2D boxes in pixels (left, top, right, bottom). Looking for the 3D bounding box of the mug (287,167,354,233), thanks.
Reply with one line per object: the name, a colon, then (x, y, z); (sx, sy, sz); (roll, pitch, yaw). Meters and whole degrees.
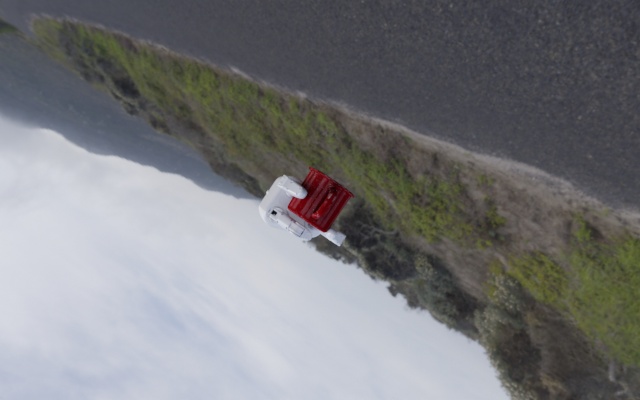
mug: (0.000, 0.003, 0.801); (0.093, 0.081, 0.117); (34, -3, -14)
